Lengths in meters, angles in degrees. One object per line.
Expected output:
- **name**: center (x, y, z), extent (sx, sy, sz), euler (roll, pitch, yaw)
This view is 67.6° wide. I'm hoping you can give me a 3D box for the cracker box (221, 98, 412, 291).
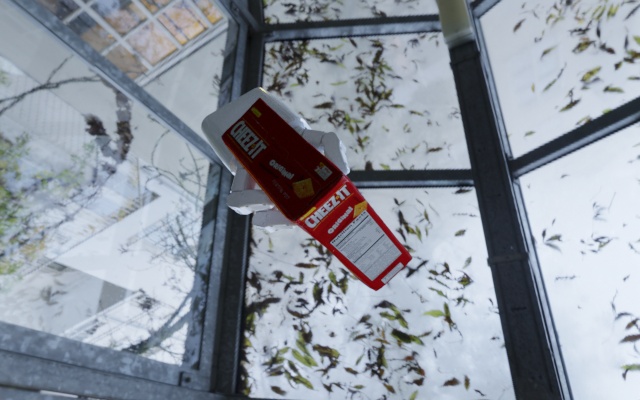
- **cracker box**: center (0.000, 0.002, 0.552), extent (0.164, 0.072, 0.214), euler (45, 0, 39)
